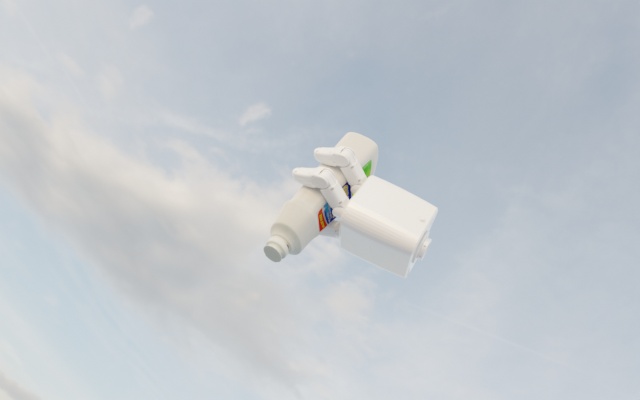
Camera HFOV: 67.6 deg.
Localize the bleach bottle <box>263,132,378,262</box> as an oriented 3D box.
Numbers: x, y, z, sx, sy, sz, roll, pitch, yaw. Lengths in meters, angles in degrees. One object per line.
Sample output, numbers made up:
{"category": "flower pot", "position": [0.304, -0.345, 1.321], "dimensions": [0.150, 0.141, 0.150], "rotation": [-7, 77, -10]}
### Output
{"category": "bleach bottle", "position": [0.000, 0.002, 0.694], "dimensions": [0.068, 0.103, 0.250], "rotation": [27, 48, 16]}
